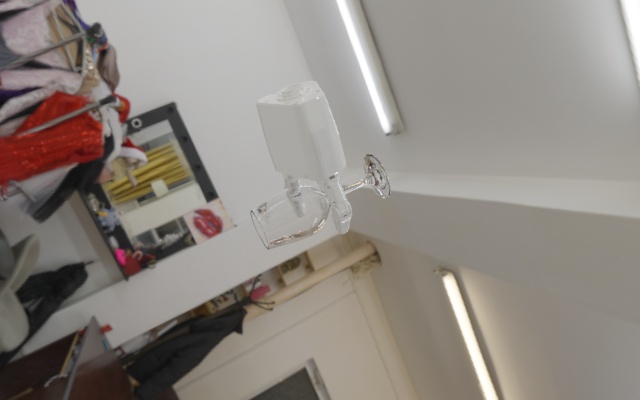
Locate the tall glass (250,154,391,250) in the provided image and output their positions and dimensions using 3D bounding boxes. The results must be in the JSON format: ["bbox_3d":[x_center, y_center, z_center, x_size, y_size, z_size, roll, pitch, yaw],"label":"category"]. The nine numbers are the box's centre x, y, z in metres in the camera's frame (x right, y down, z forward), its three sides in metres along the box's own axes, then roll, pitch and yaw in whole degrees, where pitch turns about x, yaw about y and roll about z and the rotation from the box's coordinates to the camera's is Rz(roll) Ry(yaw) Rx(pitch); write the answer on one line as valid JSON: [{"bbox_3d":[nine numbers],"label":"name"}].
[{"bbox_3d":[0.001,0.002,0.706,0.201,0.079,0.079,-25,7,-16],"label":"tall glass"}]
